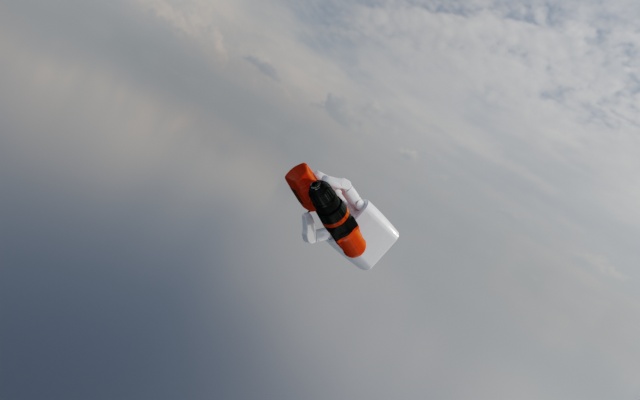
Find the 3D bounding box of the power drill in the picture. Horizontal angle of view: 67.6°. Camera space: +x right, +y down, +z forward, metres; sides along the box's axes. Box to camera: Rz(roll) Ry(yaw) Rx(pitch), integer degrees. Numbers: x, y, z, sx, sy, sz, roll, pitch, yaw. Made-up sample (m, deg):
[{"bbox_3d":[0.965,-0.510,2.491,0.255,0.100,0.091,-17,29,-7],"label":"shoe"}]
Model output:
[{"bbox_3d":[0.000,0.003,0.879,0.057,0.184,0.187,-34,39,-5],"label":"power drill"}]
